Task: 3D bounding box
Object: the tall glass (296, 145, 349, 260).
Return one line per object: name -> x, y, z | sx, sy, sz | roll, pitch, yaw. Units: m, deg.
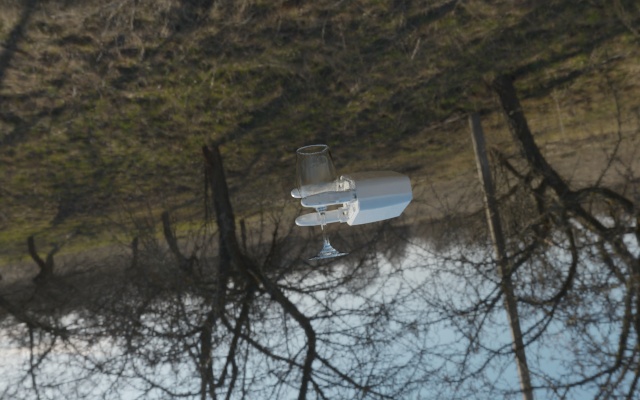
tall glass -> 0.000, 0.004, 0.871 | 0.079, 0.201, 0.079 | -9, -5, -1
